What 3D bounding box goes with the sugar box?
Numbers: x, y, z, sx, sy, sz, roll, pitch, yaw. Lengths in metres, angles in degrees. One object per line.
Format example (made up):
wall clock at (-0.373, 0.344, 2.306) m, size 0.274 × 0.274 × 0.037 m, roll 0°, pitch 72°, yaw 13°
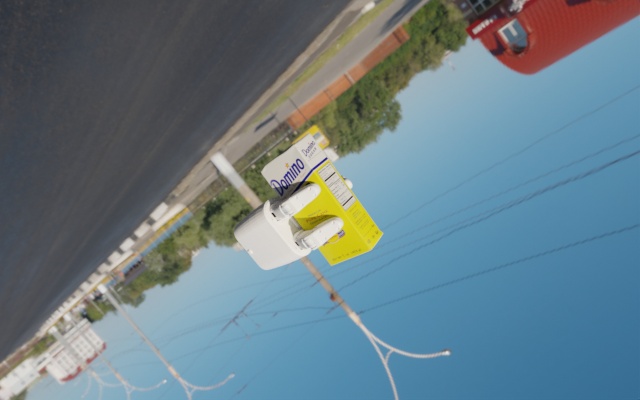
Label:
sugar box at (0.000, 0.003, 0.671) m, size 0.093 × 0.176 × 0.048 m, roll -31°, pitch 11°, yaw 46°
